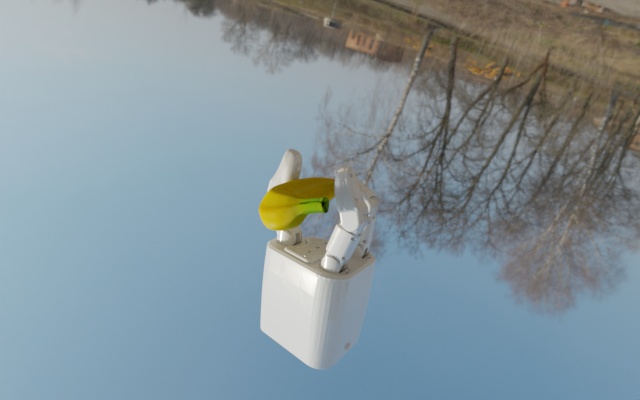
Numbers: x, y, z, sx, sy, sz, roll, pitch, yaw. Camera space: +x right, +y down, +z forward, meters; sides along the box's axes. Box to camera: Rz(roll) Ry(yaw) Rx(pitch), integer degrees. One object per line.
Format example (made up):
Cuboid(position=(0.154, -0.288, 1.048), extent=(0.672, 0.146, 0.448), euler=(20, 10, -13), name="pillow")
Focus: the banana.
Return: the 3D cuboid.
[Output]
Cuboid(position=(-0.019, 0.002, 0.461), extent=(0.069, 0.037, 0.198), euler=(0, 8, 5), name="banana")
